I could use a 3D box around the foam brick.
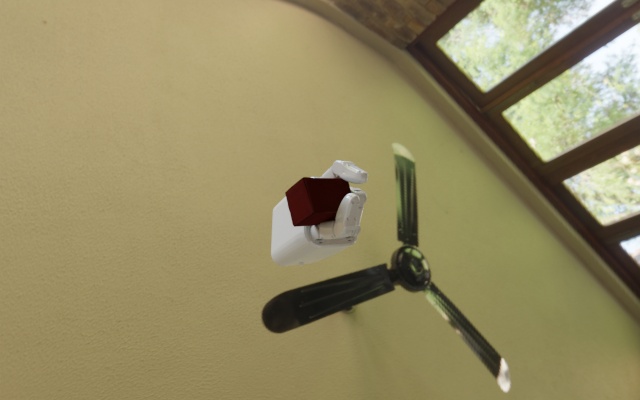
[{"bbox_3d":[0.000,0.002,0.651,0.078,0.053,0.051,0,-22,-39],"label":"foam brick"}]
